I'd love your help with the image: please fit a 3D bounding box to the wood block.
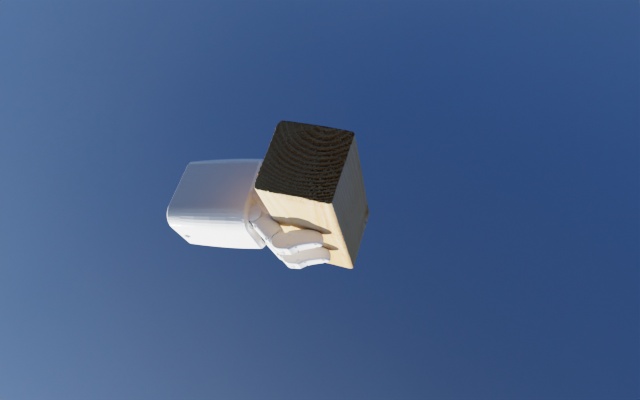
[{"bbox_3d":[0.000,0.002,0.592,0.090,0.090,0.206,11,-23,15],"label":"wood block"}]
